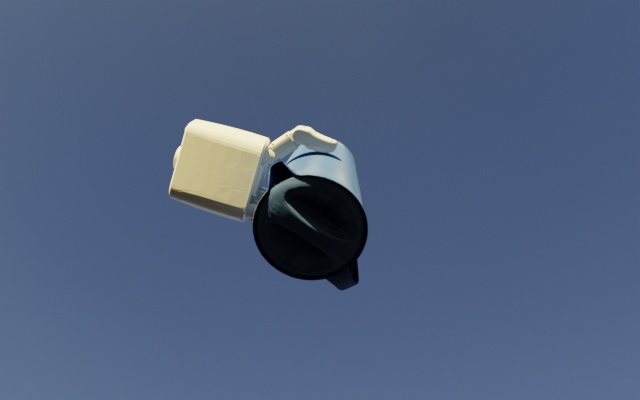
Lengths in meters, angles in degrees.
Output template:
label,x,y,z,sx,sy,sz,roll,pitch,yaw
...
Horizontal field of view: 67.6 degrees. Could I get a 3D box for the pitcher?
label,x,y,z,sx,sy,sz,roll,pitch,yaw
pitcher,0.000,0.002,0.654,0.145,0.149,0.242,15,21,-1
